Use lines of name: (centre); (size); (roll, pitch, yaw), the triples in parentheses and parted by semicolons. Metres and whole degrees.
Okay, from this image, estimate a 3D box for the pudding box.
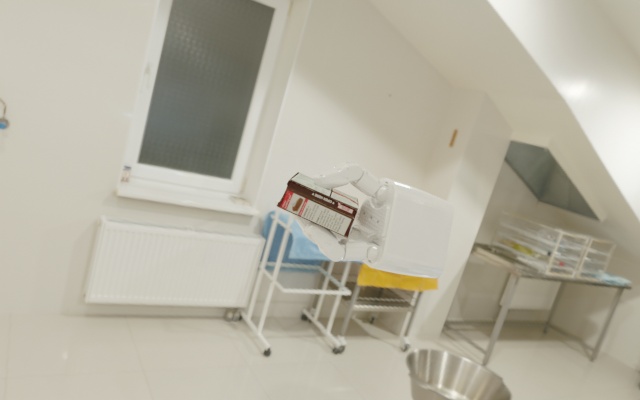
pudding box: (0.000, 0.002, 0.588); (0.090, 0.039, 0.113); (23, 7, 0)
